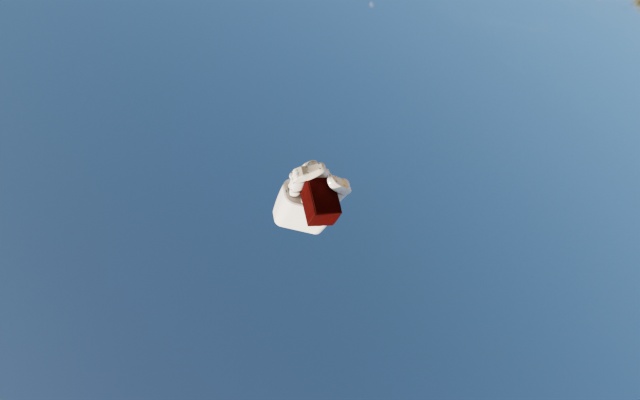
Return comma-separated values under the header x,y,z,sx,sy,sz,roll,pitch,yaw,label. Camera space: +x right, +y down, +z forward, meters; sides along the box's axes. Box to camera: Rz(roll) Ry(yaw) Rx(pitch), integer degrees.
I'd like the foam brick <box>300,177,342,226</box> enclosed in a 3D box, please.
x,y,z,sx,sy,sz,roll,pitch,yaw,label
0.000,0.003,0.875,0.053,0.078,0.051,-1,-30,-22,foam brick
